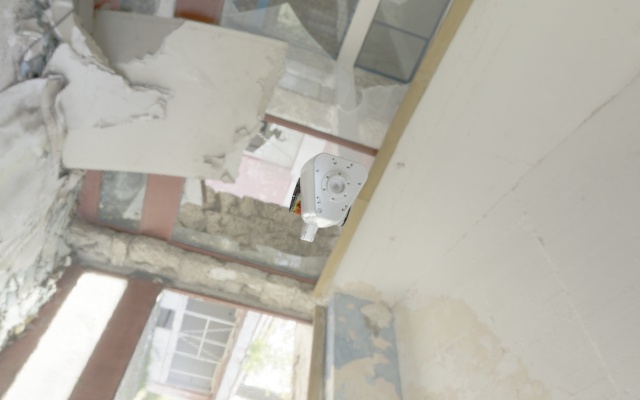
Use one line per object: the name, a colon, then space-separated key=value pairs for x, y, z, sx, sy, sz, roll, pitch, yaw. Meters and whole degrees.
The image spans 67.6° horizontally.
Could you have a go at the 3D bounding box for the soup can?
soup can: x=0.000 y=0.003 z=0.880 sx=0.102 sy=0.068 sz=0.068 roll=16 pitch=-3 yaw=-9
